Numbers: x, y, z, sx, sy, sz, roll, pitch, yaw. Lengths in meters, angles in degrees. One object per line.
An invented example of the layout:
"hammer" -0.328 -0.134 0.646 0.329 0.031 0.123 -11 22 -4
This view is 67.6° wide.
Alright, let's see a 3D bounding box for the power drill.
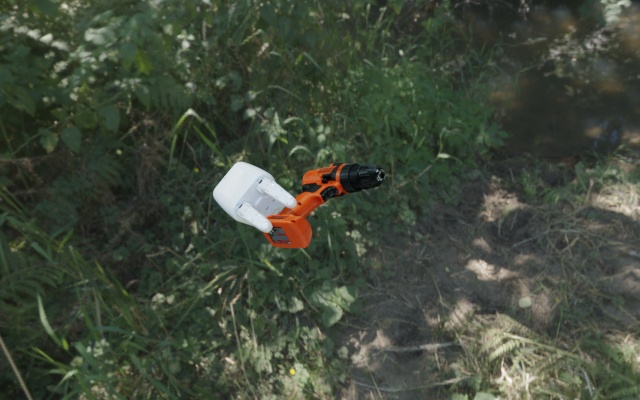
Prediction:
"power drill" 0.000 0.003 0.807 0.184 0.057 0.187 -6 30 48
